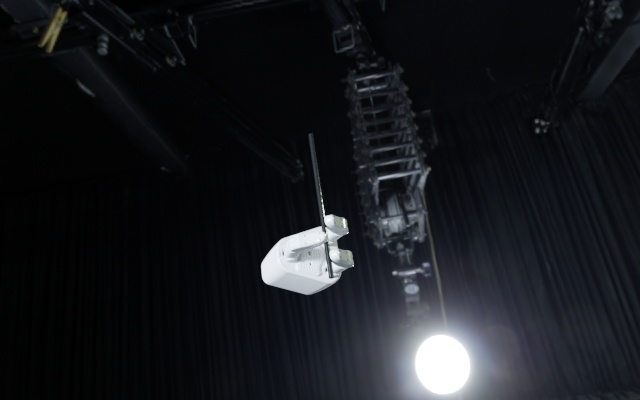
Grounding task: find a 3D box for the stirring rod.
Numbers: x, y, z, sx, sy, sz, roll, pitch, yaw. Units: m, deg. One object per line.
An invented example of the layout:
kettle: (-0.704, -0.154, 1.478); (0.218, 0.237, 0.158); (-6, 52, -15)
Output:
stirring rod: (0.000, 0.003, 0.738); (0.011, 0.239, 0.011); (-7, -22, -3)
